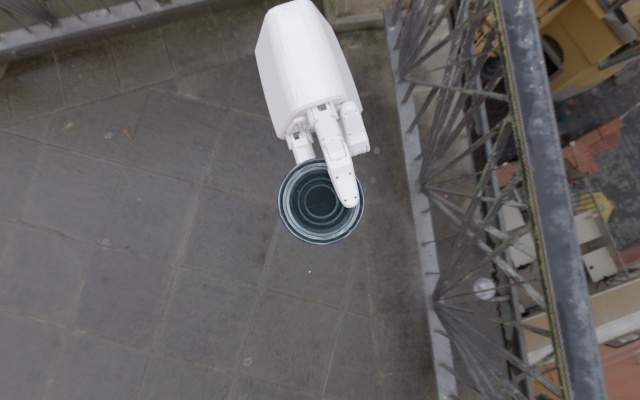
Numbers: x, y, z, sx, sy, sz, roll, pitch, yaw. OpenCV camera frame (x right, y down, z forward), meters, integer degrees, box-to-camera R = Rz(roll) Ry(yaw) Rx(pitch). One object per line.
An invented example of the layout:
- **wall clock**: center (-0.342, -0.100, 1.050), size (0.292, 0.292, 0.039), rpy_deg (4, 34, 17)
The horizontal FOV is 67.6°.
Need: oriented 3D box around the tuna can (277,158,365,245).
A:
- **tuna can**: center (0.000, 0.002, 0.469), size (0.086, 0.086, 0.034), rpy_deg (0, -3, -3)
